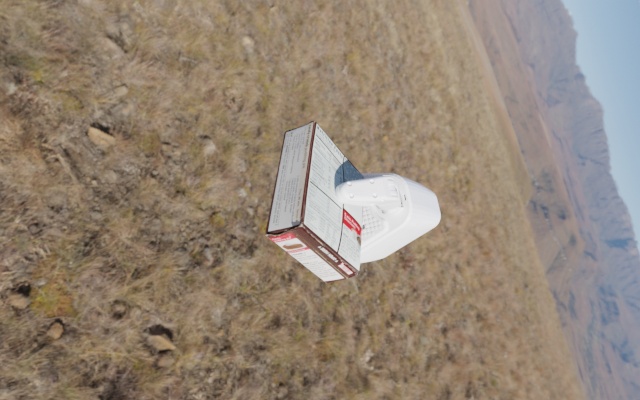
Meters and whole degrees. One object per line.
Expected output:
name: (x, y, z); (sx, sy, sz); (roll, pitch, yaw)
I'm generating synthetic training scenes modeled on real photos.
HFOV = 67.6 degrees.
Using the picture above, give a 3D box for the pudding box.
pudding box: (0.000, 0.001, 0.416); (0.039, 0.113, 0.090); (-19, -43, 29)
